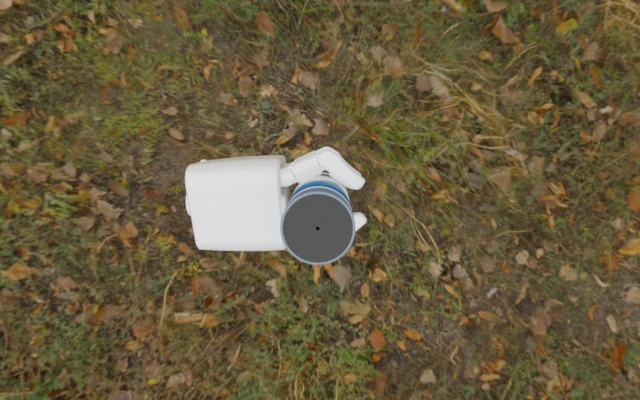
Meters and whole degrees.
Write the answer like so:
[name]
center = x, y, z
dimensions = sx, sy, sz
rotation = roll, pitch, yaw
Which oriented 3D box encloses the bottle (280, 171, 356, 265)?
[bottle]
center = 0.000, 0.002, 0.563
dimensions = 0.069, 0.069, 0.295
rotation = 0, 9, 1
